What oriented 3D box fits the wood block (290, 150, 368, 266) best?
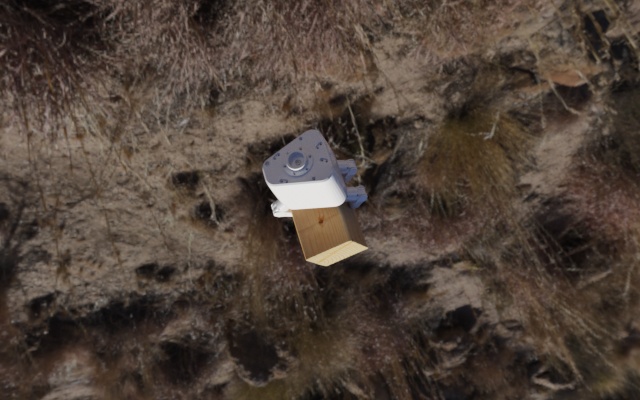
[{"bbox_3d":[0.000,0.003,0.869,0.091,0.206,0.090,-26,-23,18],"label":"wood block"}]
